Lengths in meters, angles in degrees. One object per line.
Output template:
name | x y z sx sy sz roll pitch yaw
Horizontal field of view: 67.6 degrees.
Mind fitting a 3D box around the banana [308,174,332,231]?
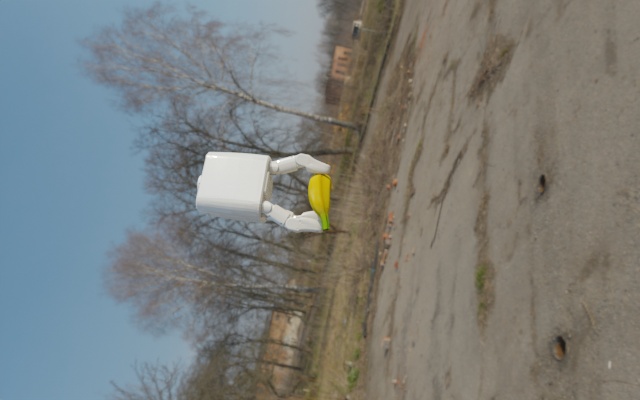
banana | 0.000 -0.014 0.818 0.037 0.070 0.197 0 18 2
